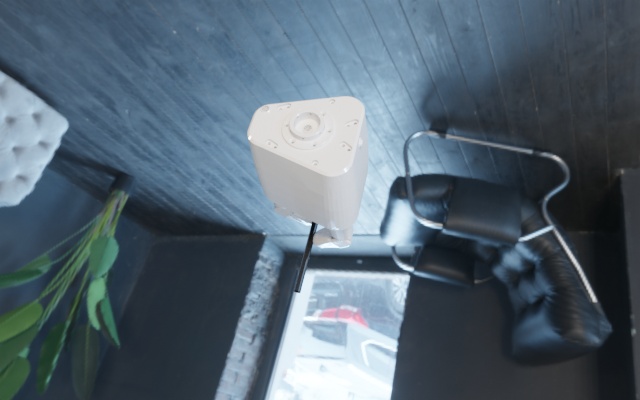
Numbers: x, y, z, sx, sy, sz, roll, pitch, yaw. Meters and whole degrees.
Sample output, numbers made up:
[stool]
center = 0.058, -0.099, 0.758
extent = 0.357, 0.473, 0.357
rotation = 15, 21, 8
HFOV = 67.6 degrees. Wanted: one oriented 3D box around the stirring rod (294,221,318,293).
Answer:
[stirring rod]
center = 0.000, 0.002, 0.605
extent = 0.011, 0.239, 0.011
rotation = 12, -27, 6
